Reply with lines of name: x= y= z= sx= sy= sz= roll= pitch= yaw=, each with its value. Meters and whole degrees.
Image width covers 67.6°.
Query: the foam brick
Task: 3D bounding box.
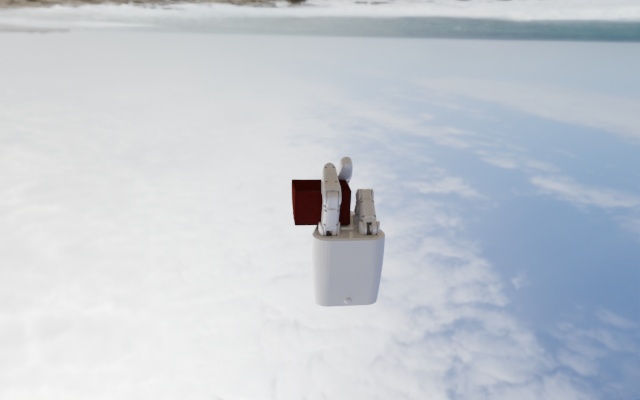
foam brick: x=0.000 y=0.002 z=0.656 sx=0.078 sy=0.051 sz=0.053 roll=0 pitch=20 yaw=-7
